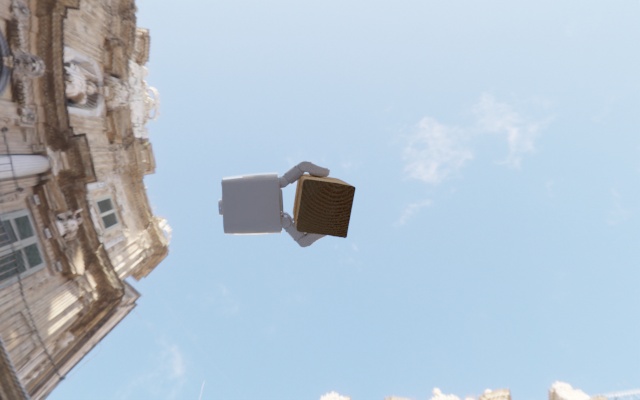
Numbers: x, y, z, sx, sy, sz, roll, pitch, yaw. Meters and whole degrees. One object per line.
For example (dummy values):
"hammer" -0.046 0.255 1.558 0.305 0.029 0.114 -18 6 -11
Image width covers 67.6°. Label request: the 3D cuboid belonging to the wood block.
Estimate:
"wood block" 0.000 0.003 0.890 0.090 0.091 0.206 8 6 -6
